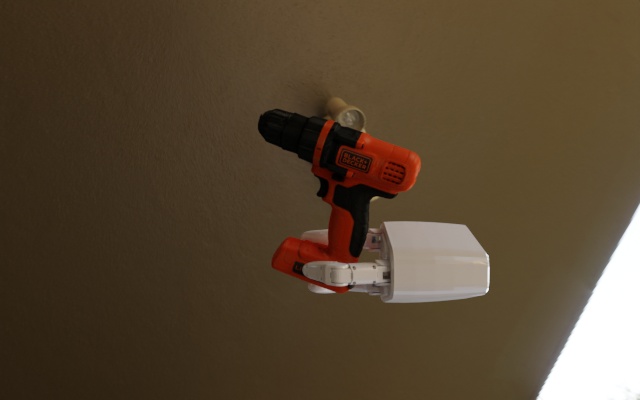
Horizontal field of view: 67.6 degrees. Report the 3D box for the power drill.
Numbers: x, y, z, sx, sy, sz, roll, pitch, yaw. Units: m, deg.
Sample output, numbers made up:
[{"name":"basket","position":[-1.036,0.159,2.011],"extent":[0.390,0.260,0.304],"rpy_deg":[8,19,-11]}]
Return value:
[{"name":"power drill","position":[0.000,0.002,0.547],"extent":[0.184,0.188,0.057],"rpy_deg":[20,25,9]}]
